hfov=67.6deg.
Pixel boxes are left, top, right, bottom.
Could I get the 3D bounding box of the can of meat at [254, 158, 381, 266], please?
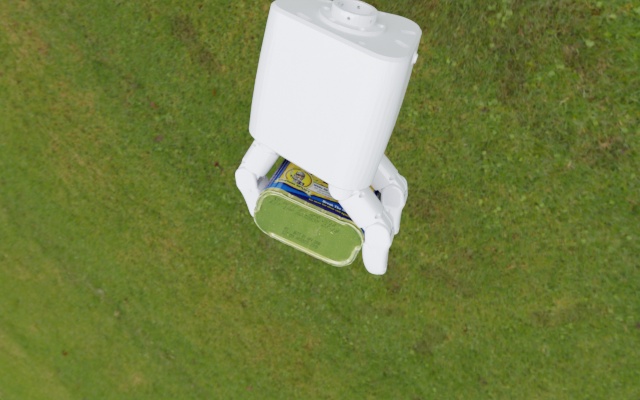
[{"bbox_3d":[0.000,0.002,0.431,0.102,0.057,0.084,24,39,3],"label":"can of meat"}]
